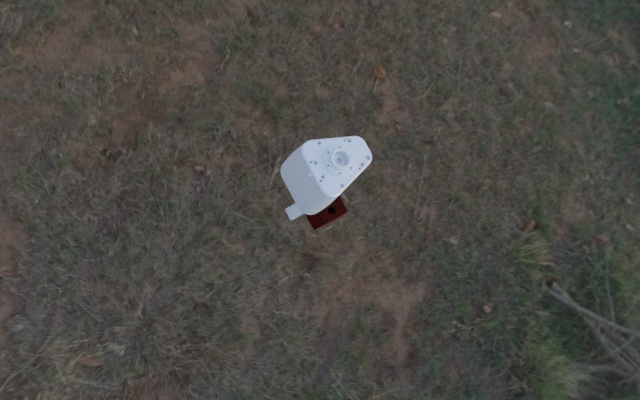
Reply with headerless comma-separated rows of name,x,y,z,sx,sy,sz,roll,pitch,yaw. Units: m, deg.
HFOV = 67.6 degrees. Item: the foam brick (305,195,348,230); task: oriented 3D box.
foam brick,0.000,0.003,0.819,0.053,0.078,0.051,-27,-3,-25
